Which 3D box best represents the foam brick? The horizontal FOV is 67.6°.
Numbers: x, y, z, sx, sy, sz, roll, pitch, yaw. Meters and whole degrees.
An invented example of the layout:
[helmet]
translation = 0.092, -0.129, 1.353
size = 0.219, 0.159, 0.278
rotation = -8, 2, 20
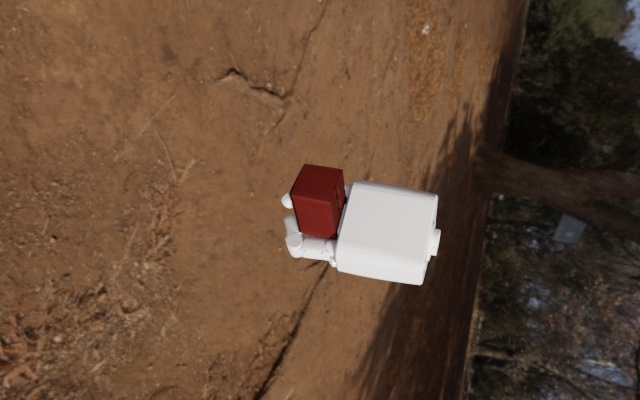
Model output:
[foam brick]
translation = 0.000, 0.002, 0.583
size = 0.051, 0.053, 0.078
rotation = 10, -37, 17
